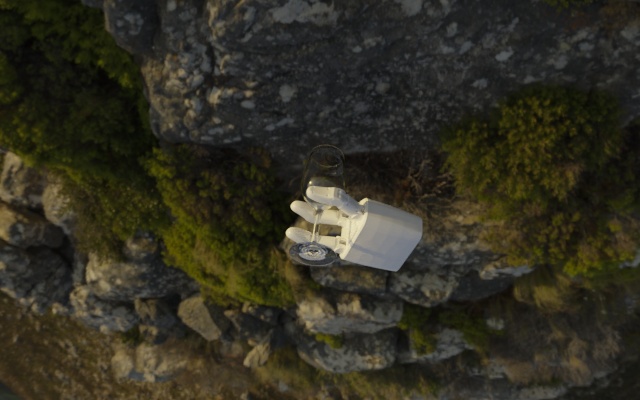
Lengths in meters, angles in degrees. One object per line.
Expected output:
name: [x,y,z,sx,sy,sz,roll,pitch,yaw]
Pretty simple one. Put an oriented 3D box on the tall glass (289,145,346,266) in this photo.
tall glass: [0.000,0.003,0.793,0.079,0.201,0.079,6,-34,4]
